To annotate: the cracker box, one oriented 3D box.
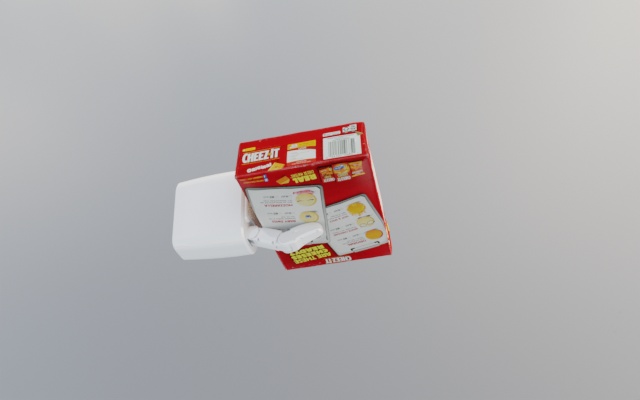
[{"bbox_3d":[0.000,0.002,0.649,0.164,0.072,0.214,-9,-40,10],"label":"cracker box"}]
